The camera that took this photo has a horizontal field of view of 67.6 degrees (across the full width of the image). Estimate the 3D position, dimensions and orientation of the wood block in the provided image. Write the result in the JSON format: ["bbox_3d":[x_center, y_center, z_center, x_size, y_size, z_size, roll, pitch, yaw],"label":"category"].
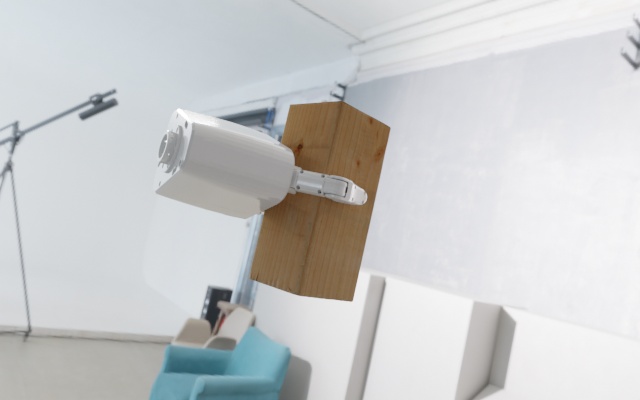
[{"bbox_3d":[0.000,0.002,0.547,0.091,0.206,0.090,8,-7,46],"label":"wood block"}]
